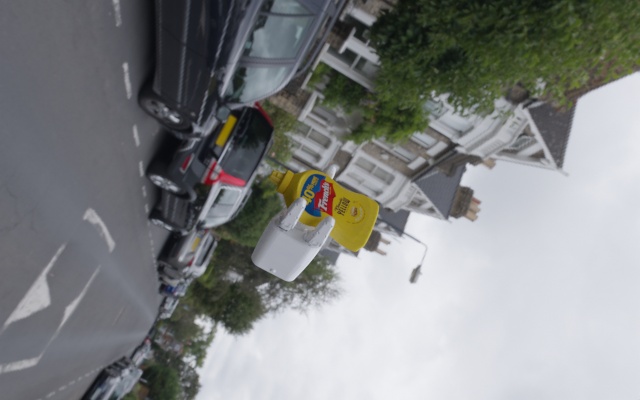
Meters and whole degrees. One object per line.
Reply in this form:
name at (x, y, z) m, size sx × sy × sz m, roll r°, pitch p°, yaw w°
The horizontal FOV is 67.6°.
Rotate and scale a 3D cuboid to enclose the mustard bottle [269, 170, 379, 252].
mustard bottle at (0.000, 0.003, 0.808) m, size 0.191 × 0.096 × 0.058 m, roll 29°, pitch -29°, yaw -8°
